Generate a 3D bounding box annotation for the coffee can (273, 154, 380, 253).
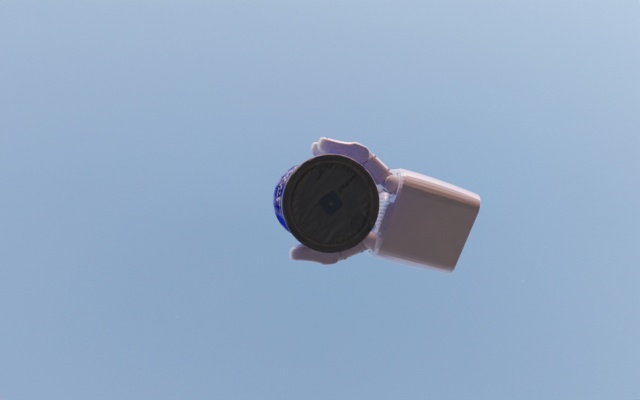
[{"bbox_3d":[0.000,0.002,0.557,0.103,0.103,0.140,0,1,-9],"label":"coffee can"}]
